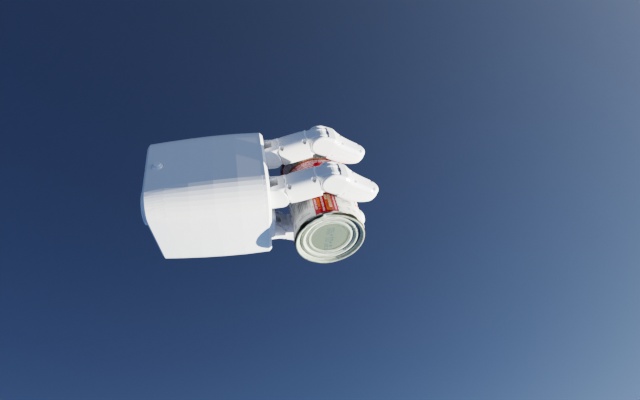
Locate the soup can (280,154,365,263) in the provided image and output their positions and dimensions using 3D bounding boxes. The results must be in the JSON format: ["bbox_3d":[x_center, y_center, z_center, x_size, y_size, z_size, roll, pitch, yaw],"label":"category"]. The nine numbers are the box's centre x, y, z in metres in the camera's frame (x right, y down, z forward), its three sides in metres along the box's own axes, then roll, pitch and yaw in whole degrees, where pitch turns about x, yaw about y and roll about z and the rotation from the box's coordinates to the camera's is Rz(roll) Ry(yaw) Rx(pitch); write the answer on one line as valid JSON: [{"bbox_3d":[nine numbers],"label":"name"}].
[{"bbox_3d":[0.001,0.002,0.469,0.068,0.069,0.102,0,43,-14],"label":"soup can"}]
